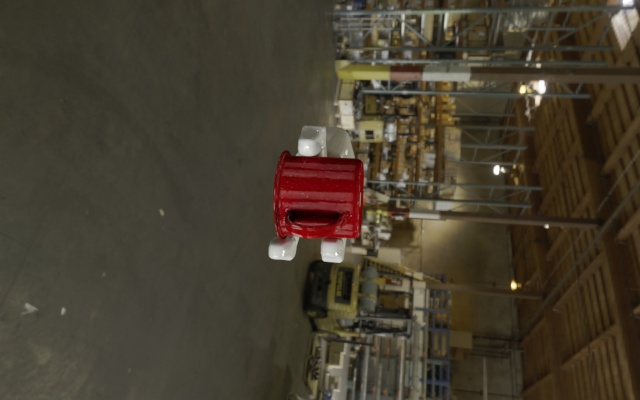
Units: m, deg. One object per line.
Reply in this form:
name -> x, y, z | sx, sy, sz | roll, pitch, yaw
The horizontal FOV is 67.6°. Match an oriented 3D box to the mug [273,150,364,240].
mug -> 0.000, 0.002, 0.477 | 0.081, 0.093, 0.117 | 3, 26, 8
